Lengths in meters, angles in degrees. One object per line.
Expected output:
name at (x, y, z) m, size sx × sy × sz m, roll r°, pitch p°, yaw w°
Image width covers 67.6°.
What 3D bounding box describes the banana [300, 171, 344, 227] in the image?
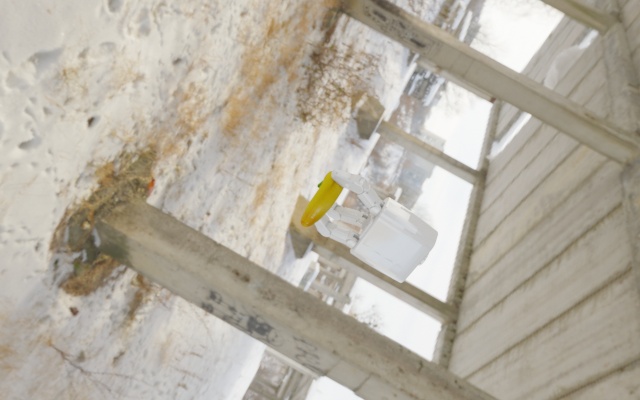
banana at (0.011, -0.012, 0.809) m, size 0.037 × 0.070 × 0.197 m, roll 37°, pitch 21°, yaw -4°
